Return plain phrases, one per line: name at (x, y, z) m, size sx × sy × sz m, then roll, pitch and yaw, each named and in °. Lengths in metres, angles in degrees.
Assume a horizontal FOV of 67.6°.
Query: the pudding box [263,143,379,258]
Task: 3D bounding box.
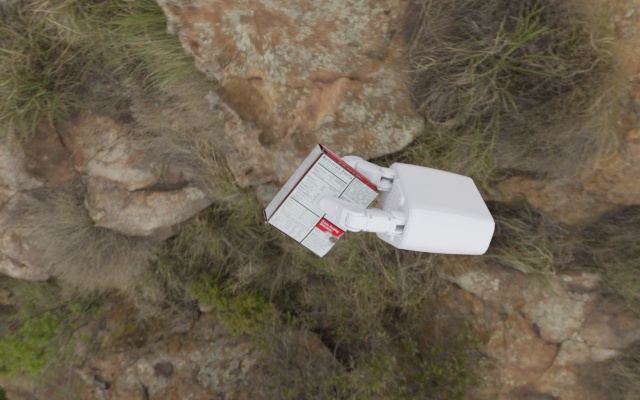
pudding box at (0.000, 0.002, 0.572) m, size 0.090 × 0.113 × 0.039 m, roll 36°, pitch 12°, yaw -20°
